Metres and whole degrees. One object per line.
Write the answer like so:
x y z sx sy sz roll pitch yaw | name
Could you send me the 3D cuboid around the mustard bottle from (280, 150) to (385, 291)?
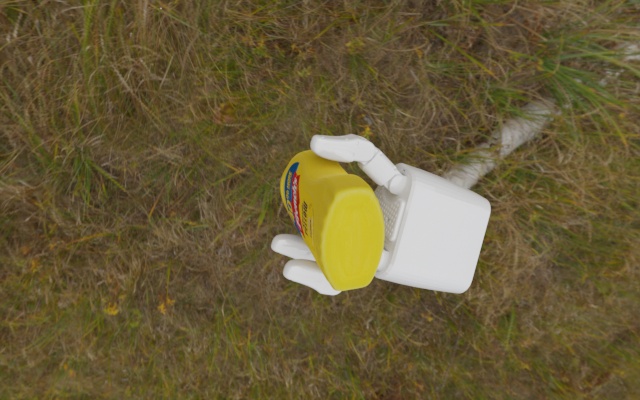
0.000 0.002 0.473 0.058 0.096 0.191 -9 23 -15 | mustard bottle
